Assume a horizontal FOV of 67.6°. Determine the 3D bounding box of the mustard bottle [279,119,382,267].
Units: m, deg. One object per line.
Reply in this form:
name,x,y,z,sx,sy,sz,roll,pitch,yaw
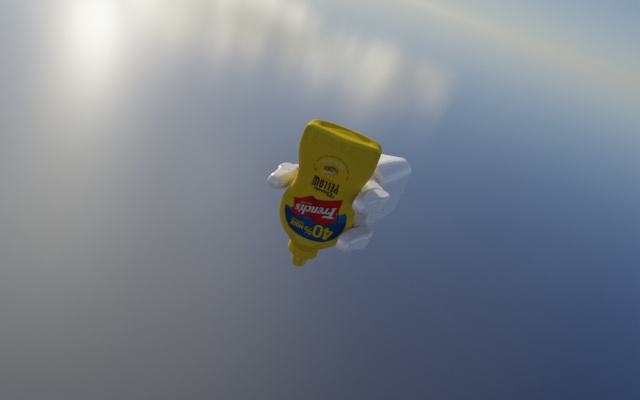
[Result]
mustard bottle,0.000,0.002,0.602,0.096,0.192,0.058,22,25,3
